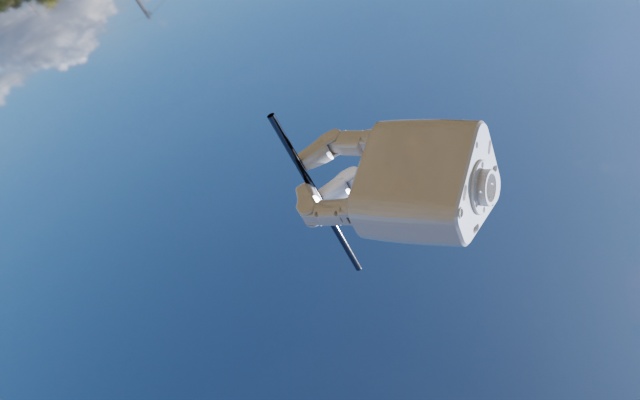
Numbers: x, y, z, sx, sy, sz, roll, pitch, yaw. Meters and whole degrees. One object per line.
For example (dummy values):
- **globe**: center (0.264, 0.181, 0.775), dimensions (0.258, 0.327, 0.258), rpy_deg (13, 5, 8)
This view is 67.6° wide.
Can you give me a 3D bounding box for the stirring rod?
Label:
- **stirring rod**: center (0.000, 0.002, 0.533), dimensions (0.011, 0.011, 0.240), rpy_deg (0, -44, 34)
